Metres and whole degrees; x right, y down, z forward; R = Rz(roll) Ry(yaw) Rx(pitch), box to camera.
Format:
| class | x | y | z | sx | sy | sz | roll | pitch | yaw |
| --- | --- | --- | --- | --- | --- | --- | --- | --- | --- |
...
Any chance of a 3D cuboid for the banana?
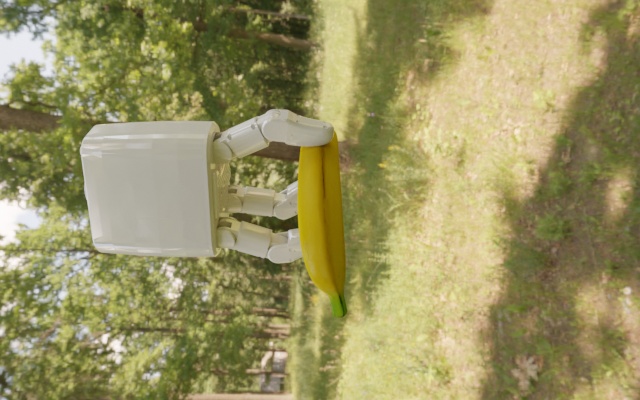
| class | x | y | z | sx | sy | sz | roll | pitch | yaw |
| --- | --- | --- | --- | --- | --- | --- | --- | --- | --- |
| banana | 0.000 | -0.005 | 0.409 | 0.037 | 0.197 | 0.070 | -2 | -31 | 0 |
